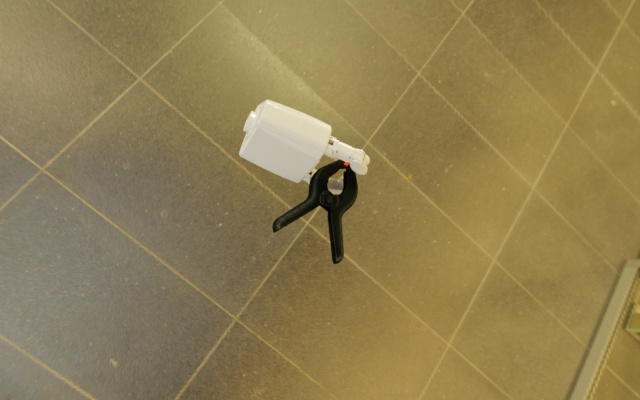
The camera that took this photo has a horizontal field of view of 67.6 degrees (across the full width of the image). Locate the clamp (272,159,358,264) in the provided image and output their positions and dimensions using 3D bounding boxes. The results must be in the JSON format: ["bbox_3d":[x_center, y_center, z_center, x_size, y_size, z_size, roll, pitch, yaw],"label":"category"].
[{"bbox_3d":[0.000,0.002,0.751,0.120,0.171,0.039,22,-17,-16],"label":"clamp"}]
